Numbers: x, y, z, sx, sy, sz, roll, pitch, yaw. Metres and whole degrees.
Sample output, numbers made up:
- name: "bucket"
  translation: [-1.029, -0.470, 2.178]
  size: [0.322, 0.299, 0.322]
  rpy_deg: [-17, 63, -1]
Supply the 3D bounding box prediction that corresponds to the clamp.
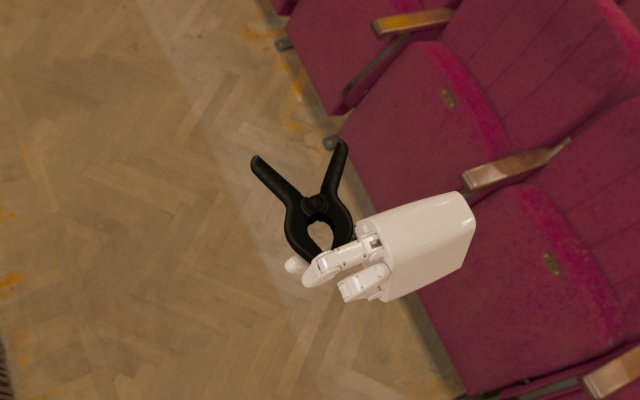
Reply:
- name: "clamp"
  translation: [0.000, 0.002, 0.557]
  size: [0.120, 0.171, 0.039]
  rpy_deg: [-22, -20, -6]
